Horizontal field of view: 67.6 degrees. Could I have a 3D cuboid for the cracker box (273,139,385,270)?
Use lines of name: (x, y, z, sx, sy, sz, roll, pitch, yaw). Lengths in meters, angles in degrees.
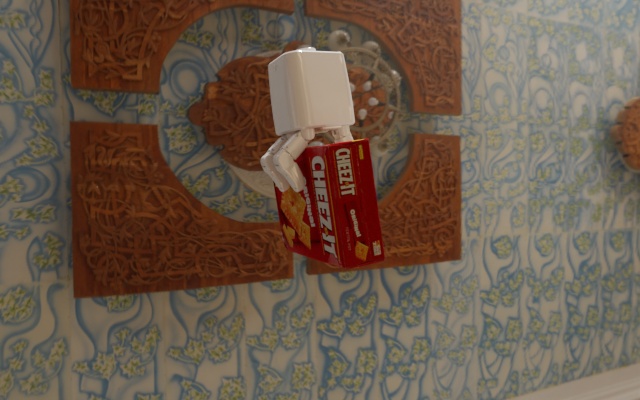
cracker box: (0.000, 0.002, 0.704, 0.072, 0.164, 0.213, -12, 7, -24)
